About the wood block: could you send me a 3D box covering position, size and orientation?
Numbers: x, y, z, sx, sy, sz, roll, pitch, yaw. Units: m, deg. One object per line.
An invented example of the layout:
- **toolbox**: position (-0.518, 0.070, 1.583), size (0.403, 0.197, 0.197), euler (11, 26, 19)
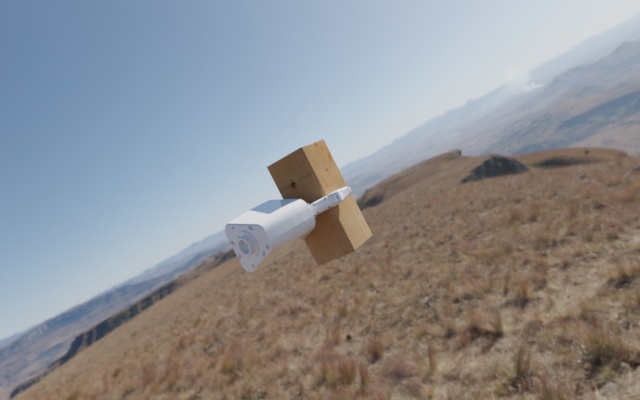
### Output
- **wood block**: position (0.000, 0.003, 0.893), size (0.091, 0.206, 0.090), euler (-26, 3, 33)
